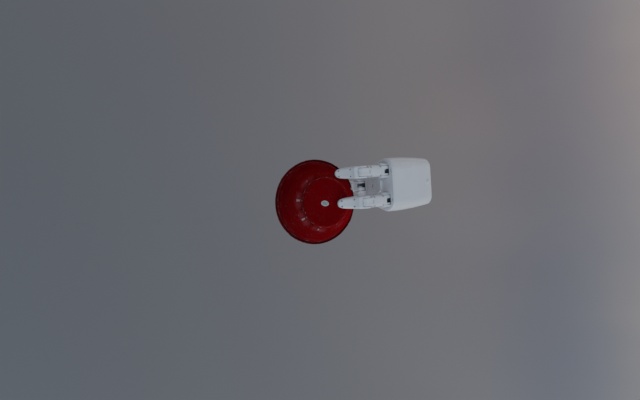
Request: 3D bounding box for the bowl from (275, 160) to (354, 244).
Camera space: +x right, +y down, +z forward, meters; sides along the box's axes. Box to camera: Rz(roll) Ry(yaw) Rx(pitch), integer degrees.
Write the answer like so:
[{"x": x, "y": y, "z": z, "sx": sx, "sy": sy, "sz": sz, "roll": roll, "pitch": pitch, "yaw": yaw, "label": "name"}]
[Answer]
[{"x": -0.001, "y": 0.003, "z": 0.885, "sx": 0.162, "sy": 0.162, "sz": 0.055, "roll": 0, "pitch": 1, "yaw": -21, "label": "bowl"}]
